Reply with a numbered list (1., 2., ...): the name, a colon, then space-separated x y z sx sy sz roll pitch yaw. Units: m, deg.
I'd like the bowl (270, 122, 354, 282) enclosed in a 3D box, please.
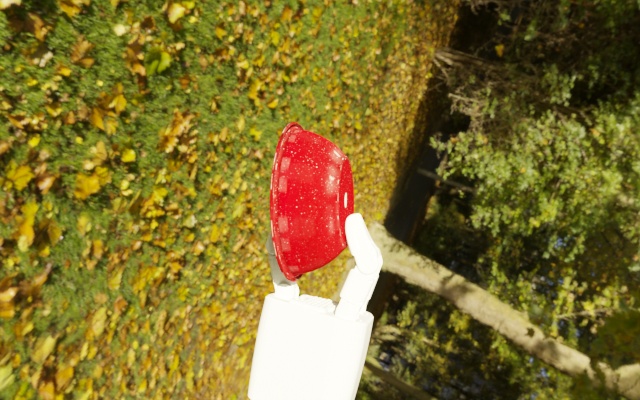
1. bowl: 0.000 0.000 0.482 0.055 0.162 0.162 0 0 13
